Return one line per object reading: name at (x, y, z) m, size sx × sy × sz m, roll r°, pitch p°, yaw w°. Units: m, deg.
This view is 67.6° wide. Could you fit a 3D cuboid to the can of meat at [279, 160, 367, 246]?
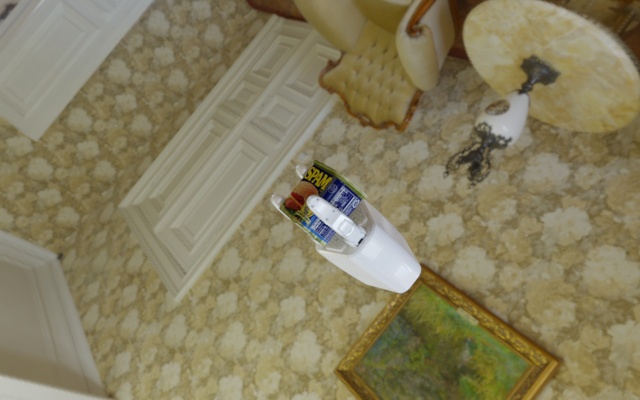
can of meat at (0.000, 0.002, 0.625) m, size 0.057 × 0.084 × 0.102 m, roll 39°, pitch -2°, yaw -29°
